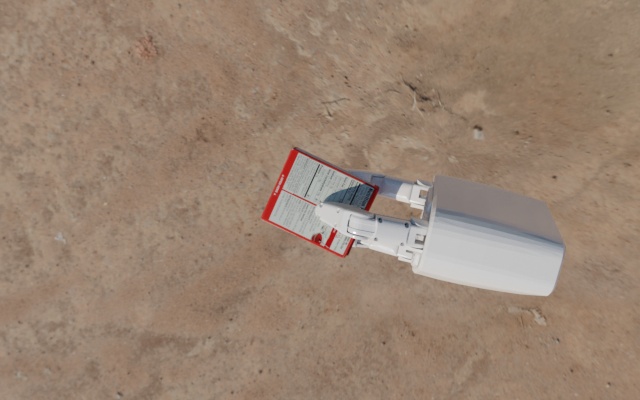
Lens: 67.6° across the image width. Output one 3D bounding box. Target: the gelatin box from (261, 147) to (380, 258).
[{"bbox_3d":[0.000,0.001,0.444,0.089,0.073,0.030,25,10,3],"label":"gelatin box"}]
